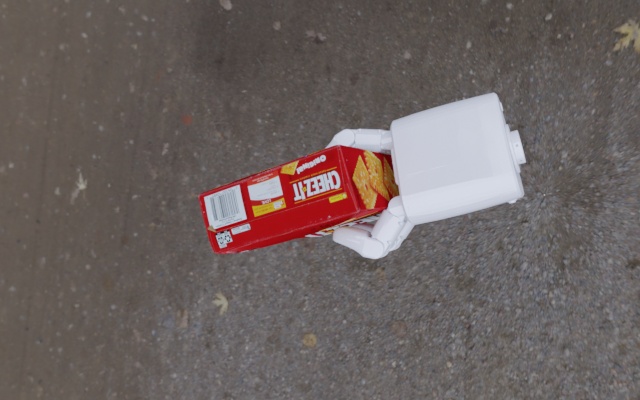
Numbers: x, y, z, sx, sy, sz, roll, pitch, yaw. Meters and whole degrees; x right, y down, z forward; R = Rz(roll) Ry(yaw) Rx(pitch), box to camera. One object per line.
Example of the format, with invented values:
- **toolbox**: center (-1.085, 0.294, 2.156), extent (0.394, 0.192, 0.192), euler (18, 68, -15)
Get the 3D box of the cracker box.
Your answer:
- **cracker box**: center (0.000, 0.002, 0.533), extent (0.164, 0.072, 0.213), euler (-18, -7, 24)
